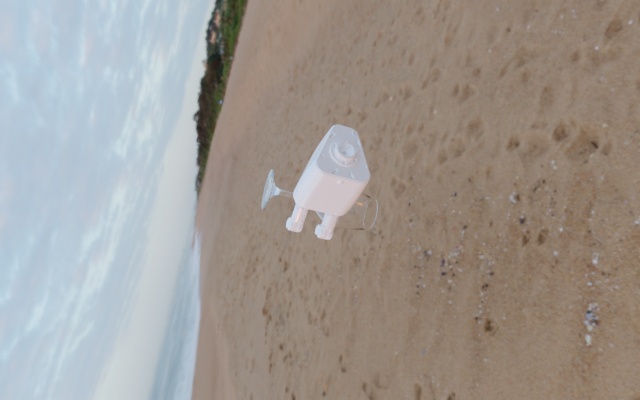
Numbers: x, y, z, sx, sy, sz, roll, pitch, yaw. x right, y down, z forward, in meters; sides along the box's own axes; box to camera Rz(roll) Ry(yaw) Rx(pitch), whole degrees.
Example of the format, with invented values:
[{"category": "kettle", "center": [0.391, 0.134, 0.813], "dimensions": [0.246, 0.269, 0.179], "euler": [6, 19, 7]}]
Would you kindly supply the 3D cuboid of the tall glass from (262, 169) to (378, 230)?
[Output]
[{"category": "tall glass", "center": [-0.001, 0.003, 0.864], "dimensions": [0.201, 0.079, 0.079], "euler": [14, -4, -14]}]
